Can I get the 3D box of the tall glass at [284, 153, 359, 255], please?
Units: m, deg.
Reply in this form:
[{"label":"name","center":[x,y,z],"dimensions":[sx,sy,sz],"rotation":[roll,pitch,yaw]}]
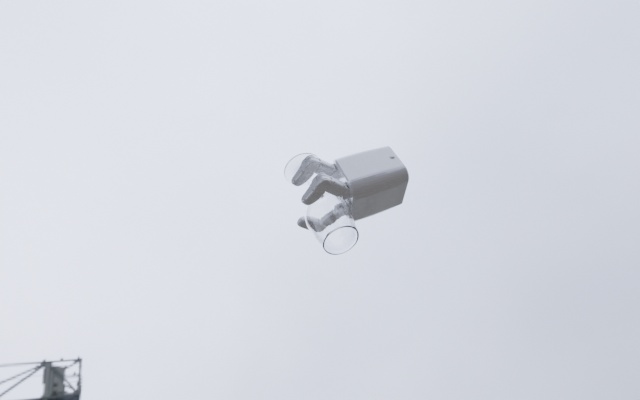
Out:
[{"label":"tall glass","center":[0.000,0.002,0.829],"dimensions":[0.079,0.079,0.201],"rotation":[0,38,-25]}]
